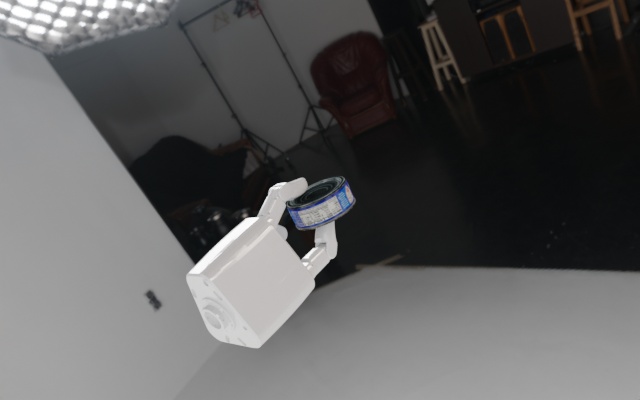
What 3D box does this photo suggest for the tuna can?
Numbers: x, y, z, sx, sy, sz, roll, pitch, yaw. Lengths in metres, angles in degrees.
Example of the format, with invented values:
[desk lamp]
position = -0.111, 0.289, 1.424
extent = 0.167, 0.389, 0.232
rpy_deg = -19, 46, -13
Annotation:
[tuna can]
position = 0.000, 0.001, 0.620
extent = 0.086, 0.034, 0.086
rpy_deg = -23, 17, 8
